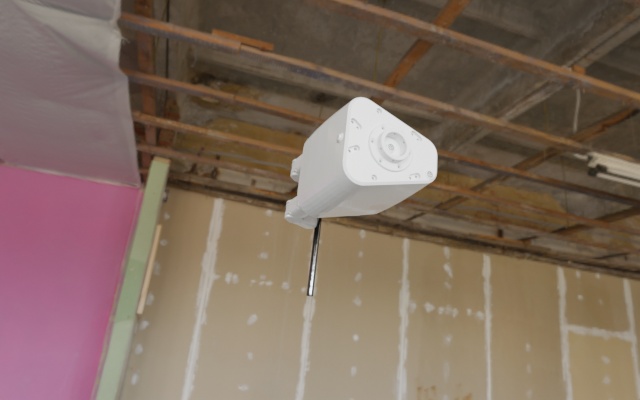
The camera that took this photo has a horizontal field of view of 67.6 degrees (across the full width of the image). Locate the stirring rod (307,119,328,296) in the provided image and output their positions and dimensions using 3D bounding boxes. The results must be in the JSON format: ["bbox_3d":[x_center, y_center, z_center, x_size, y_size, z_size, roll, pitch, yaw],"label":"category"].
[{"bbox_3d":[0.000,0.002,0.613,0.011,0.239,0.011,6,-20,2],"label":"stirring rod"}]
